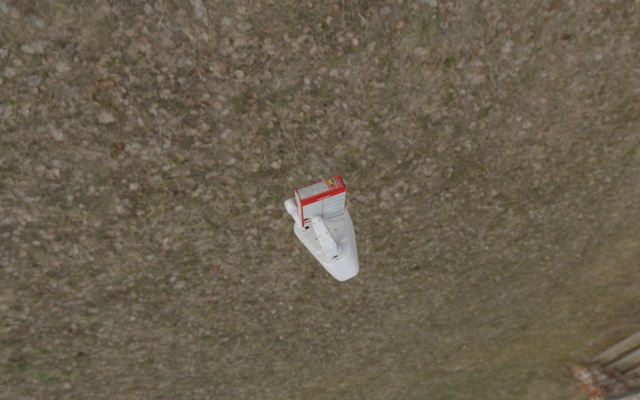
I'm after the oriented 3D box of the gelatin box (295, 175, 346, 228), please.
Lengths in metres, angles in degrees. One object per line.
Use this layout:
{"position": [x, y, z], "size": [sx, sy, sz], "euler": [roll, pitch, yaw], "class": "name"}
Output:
{"position": [0.000, 0.003, 0.737], "size": [0.073, 0.030, 0.089], "euler": [-19, -25, -9], "class": "gelatin box"}
